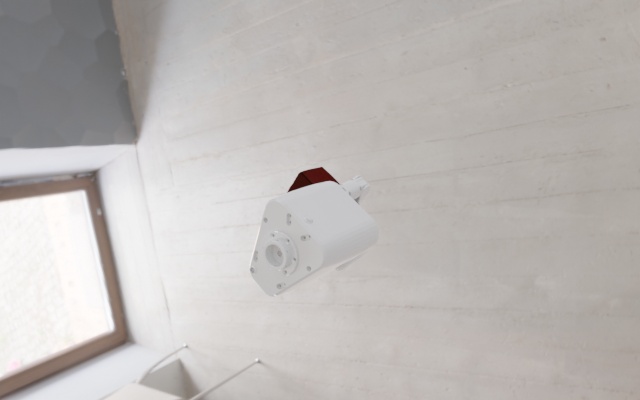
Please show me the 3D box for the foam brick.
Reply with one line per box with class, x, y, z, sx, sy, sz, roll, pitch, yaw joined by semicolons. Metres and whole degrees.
foam brick;0.000;0.002;0.623;0.078;0.053;0.051;46;34;19
